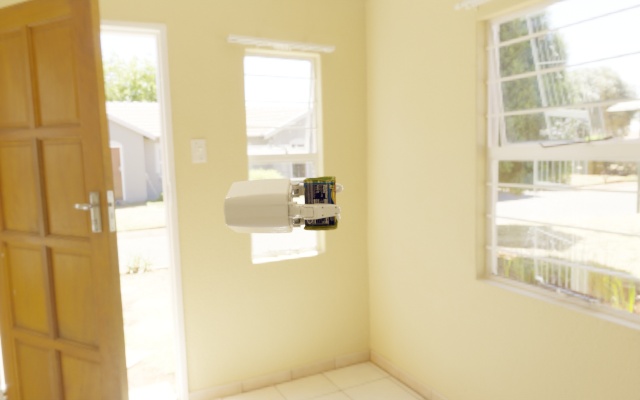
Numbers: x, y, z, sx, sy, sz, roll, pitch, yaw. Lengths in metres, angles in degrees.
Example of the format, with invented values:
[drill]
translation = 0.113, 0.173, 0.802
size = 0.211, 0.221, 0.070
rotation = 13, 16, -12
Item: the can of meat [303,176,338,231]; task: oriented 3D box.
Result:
[can of meat]
translation = 0.000, 0.002, 0.820
size = 0.057, 0.084, 0.102
rotation = -2, 6, 4
